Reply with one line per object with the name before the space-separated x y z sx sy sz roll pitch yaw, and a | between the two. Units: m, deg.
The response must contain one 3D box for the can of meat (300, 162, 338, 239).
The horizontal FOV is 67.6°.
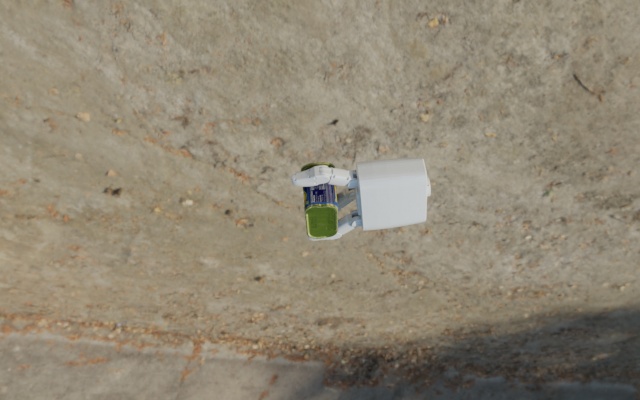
can of meat | 0.000 0.003 0.776 0.057 0.084 0.102 -4 -35 0
